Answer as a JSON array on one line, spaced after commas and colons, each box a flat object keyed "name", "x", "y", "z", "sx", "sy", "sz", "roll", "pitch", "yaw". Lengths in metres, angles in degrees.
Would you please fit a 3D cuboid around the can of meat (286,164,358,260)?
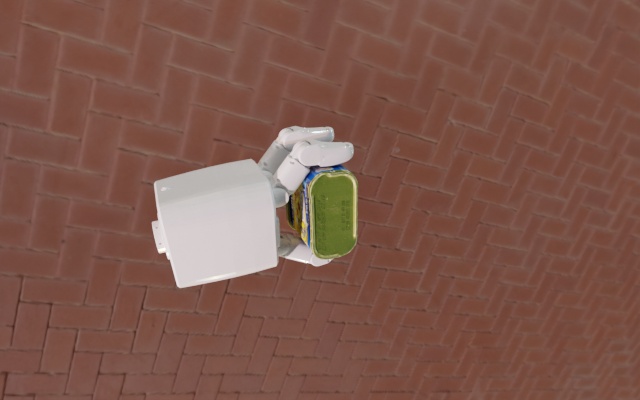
[{"name": "can of meat", "x": 0.000, "y": 0.002, "z": 0.514, "sx": 0.057, "sy": 0.102, "sz": 0.084, "roll": -10, "pitch": 25, "yaw": -17}]
